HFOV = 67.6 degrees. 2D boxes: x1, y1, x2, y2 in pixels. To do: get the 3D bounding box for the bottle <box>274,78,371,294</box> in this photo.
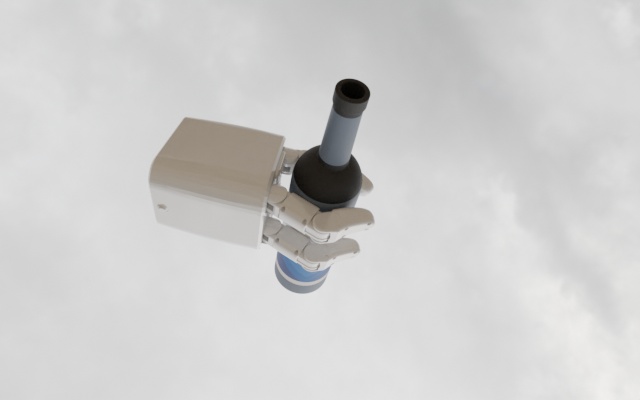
[{"bbox_3d":[0.000,0.002,0.475,0.069,0.069,0.296,0,-35,-12],"label":"bottle"}]
